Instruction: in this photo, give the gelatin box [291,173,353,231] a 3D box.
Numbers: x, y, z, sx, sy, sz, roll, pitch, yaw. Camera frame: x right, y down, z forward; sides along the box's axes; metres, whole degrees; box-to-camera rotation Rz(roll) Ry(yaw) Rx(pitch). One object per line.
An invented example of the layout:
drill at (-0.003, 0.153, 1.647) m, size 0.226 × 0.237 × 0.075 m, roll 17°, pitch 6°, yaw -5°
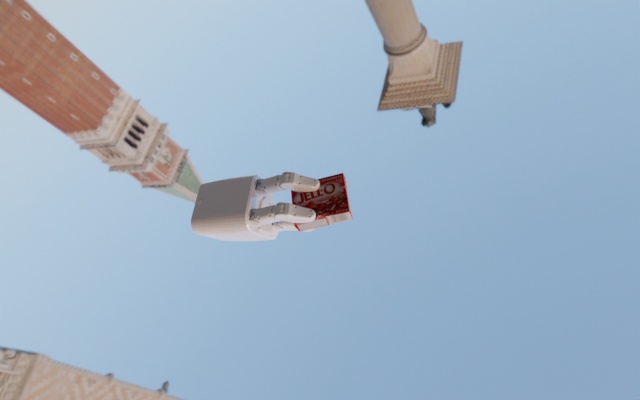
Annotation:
gelatin box at (0.001, 0.003, 0.742) m, size 0.089 × 0.073 × 0.030 m, roll -13°, pitch -34°, yaw 8°
